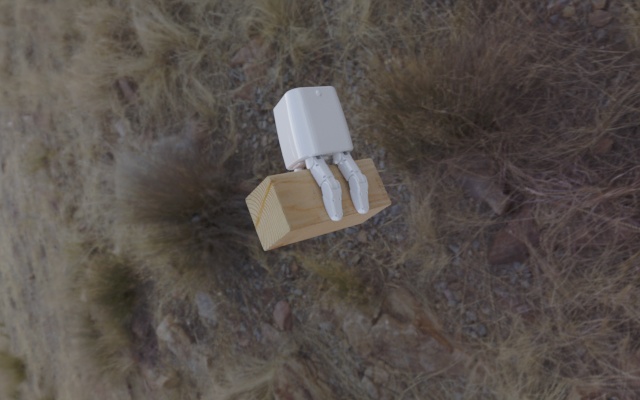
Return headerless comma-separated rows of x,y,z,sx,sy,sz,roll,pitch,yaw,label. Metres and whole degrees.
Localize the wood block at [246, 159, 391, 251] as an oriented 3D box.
0.000,0.002,0.764,0.206,0.090,0.091,-13,-16,-37,wood block
